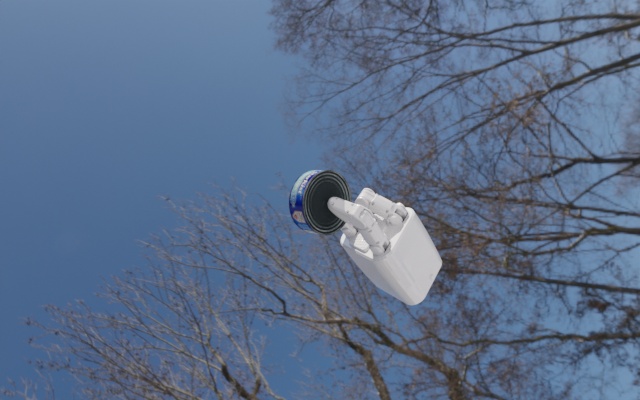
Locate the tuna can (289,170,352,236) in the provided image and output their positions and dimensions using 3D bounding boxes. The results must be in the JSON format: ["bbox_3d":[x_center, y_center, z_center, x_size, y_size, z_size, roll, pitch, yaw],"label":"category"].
[{"bbox_3d":[0.000,0.002,0.633,0.086,0.086,0.034,0,3,-42],"label":"tuna can"}]
